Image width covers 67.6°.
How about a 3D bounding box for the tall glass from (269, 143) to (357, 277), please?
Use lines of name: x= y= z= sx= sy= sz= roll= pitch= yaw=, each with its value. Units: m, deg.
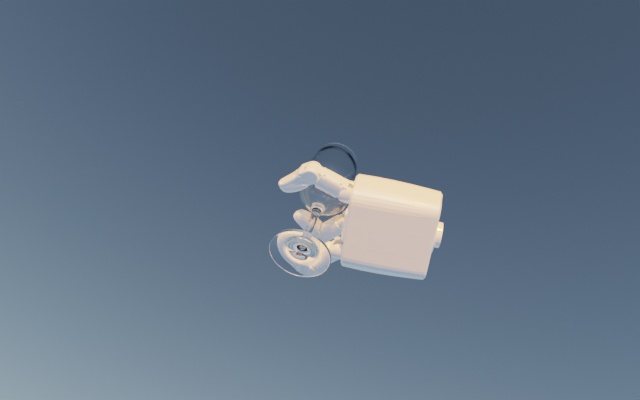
tall glass: x=0.000 y=0.002 z=0.623 sx=0.079 sy=0.079 sz=0.201 roll=0 pitch=37 yaw=17
